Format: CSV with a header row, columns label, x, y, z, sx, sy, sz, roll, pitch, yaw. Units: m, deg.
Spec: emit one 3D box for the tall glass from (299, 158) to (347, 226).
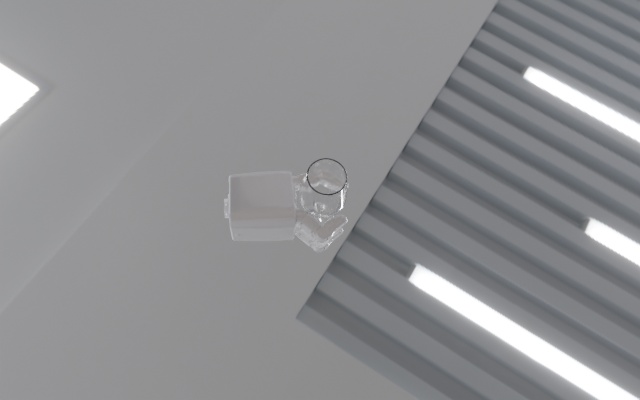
label,x,y,z,sx,sy,sz,roll,pitch,yaw
tall glass,0.000,0.003,0.805,0.079,0.079,0.201,0,-23,-6
